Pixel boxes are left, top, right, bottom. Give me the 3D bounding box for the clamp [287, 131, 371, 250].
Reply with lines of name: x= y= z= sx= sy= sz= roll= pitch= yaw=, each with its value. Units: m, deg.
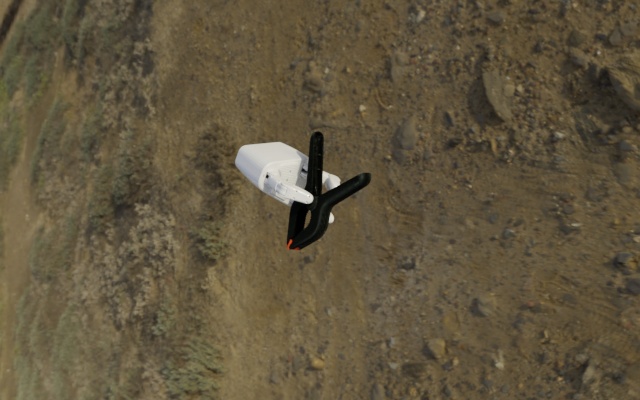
clamp: x=-0.001 y=0.003 z=0.819 sx=0.036 sy=0.210 sz=0.164 roll=10 pitch=18 yaw=-40
